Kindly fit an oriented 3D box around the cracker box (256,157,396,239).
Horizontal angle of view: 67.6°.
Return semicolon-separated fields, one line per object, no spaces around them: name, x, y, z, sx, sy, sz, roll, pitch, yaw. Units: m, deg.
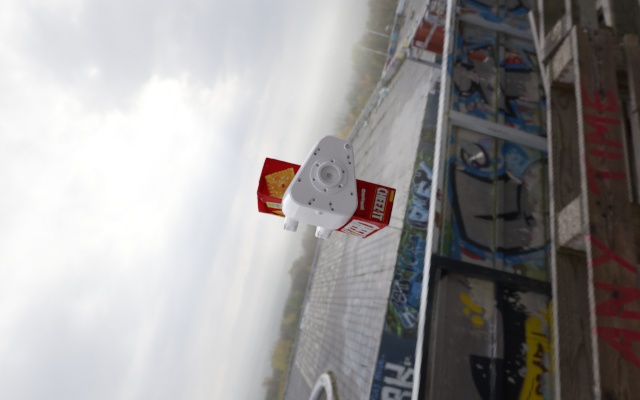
cracker box;0.000;0.002;0.815;0.214;0.072;0.164;14;-13;-5
